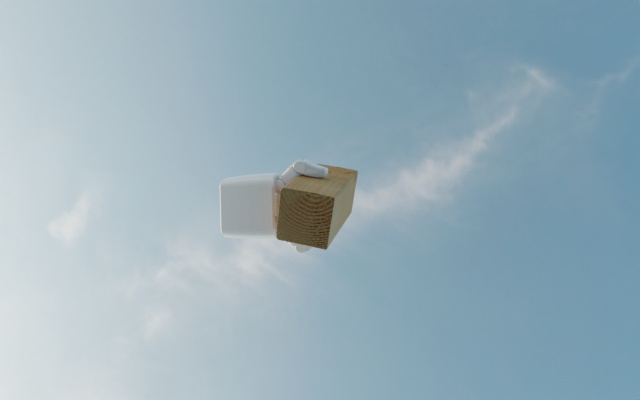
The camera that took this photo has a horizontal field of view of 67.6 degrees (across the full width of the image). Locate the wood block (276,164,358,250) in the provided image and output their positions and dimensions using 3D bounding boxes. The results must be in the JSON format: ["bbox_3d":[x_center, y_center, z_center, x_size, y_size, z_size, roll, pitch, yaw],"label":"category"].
[{"bbox_3d":[0.000,0.002,0.847,0.090,0.091,0.206,11,18,12],"label":"wood block"}]
